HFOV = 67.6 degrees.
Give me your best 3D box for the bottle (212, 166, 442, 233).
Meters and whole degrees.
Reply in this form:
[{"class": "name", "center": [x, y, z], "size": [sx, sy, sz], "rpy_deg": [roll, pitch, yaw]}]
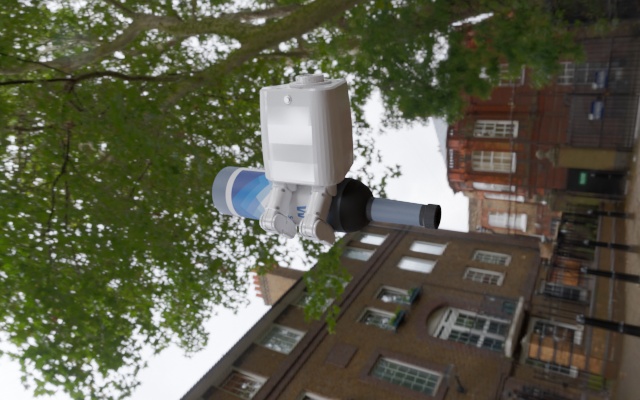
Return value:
[{"class": "bottle", "center": [0.000, 0.002, 0.586], "size": [0.295, 0.069, 0.069], "rpy_deg": [7, 3, 30]}]
